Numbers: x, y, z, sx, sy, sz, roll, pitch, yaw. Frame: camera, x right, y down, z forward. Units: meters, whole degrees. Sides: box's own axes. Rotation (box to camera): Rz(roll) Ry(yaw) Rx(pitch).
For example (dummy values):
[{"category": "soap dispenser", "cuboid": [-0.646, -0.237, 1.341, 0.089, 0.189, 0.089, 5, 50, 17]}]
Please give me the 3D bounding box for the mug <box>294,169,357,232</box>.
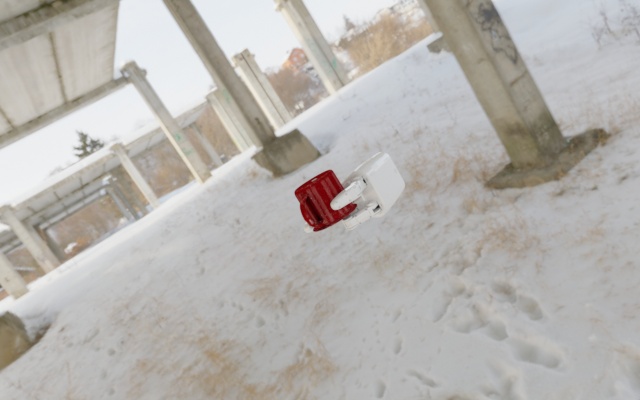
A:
[{"category": "mug", "cuboid": [-0.001, 0.003, 0.846, 0.093, 0.081, 0.117, -25, 11, 40]}]
